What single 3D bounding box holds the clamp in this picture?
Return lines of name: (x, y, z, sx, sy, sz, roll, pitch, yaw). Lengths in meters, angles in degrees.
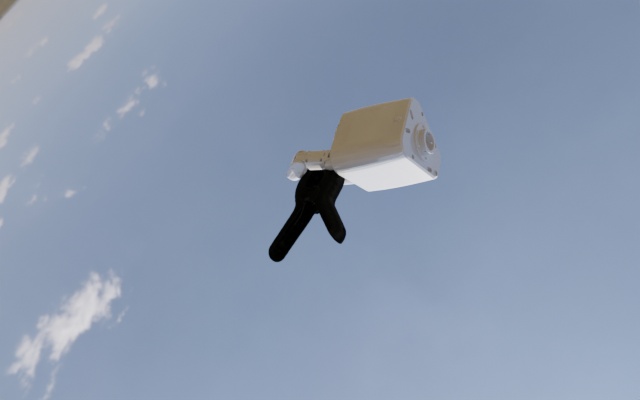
clamp: (0.000, 0.002, 0.635, 0.120, 0.171, 0.039, -7, -39, 37)
